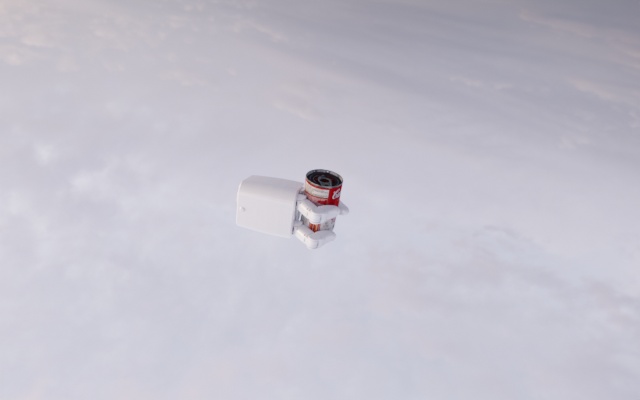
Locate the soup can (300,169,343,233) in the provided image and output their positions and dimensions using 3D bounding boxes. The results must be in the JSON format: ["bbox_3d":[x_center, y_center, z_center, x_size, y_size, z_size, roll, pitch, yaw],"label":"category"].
[{"bbox_3d":[0.001,0.003,0.875,0.068,0.102,0.068,7,29,-4],"label":"soup can"}]
